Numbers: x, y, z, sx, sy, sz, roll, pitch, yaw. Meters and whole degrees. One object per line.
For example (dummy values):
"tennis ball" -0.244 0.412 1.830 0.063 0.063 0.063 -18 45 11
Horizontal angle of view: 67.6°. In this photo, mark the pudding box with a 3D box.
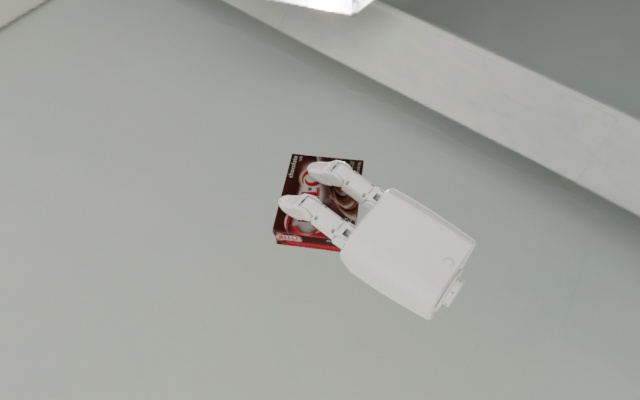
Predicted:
"pudding box" 0.000 0.002 0.561 0.090 0.113 0.039 7 -34 8
